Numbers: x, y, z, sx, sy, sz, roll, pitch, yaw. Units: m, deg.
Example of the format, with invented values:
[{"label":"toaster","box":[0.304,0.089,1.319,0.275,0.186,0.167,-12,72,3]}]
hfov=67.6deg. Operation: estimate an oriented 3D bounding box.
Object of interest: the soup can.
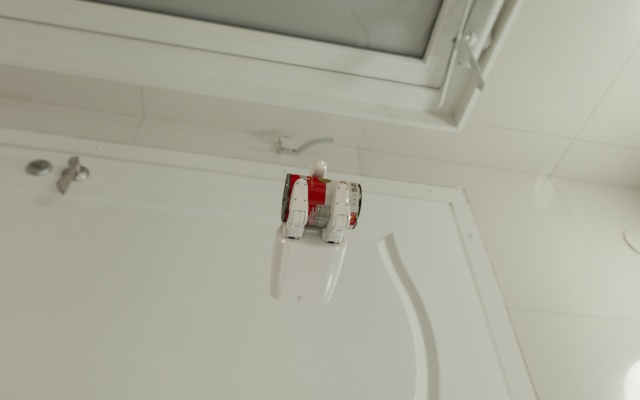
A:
[{"label":"soup can","box":[0.000,0.002,0.661,0.102,0.068,0.068,7,-1,-8]}]
